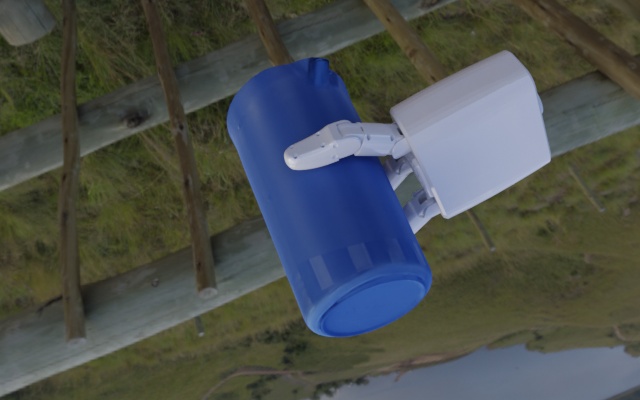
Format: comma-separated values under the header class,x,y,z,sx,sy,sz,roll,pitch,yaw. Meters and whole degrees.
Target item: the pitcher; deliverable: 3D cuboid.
class,x,y,z,sx,sy,sz,roll,pitch,yaw
pitcher,0.000,0.001,0.449,0.145,0.242,0.149,-28,-35,8
